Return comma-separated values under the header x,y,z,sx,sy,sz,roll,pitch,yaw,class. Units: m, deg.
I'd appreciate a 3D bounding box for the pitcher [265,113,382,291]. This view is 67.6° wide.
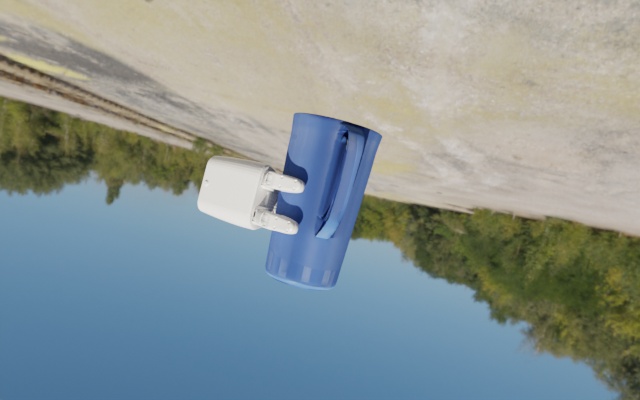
x,y,z,sx,sy,sz,roll,pitch,yaw,class
0.000,0.002,0.689,0.145,0.243,0.149,14,1,28,pitcher
